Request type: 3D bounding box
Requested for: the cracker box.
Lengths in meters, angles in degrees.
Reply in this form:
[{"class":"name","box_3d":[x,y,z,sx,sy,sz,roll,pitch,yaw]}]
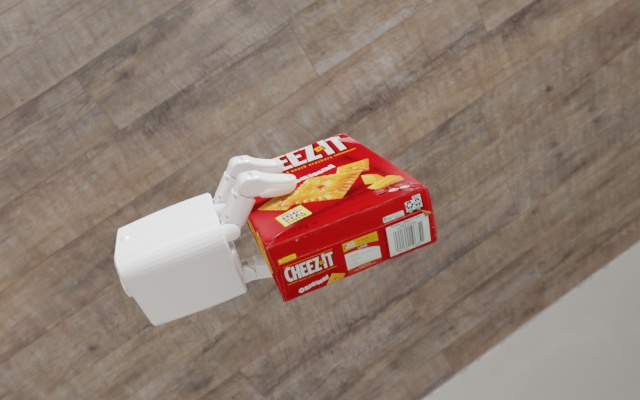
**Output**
[{"class":"cracker box","box_3d":[0.000,0.002,0.528,0.164,0.072,0.213,-20,27,-11]}]
